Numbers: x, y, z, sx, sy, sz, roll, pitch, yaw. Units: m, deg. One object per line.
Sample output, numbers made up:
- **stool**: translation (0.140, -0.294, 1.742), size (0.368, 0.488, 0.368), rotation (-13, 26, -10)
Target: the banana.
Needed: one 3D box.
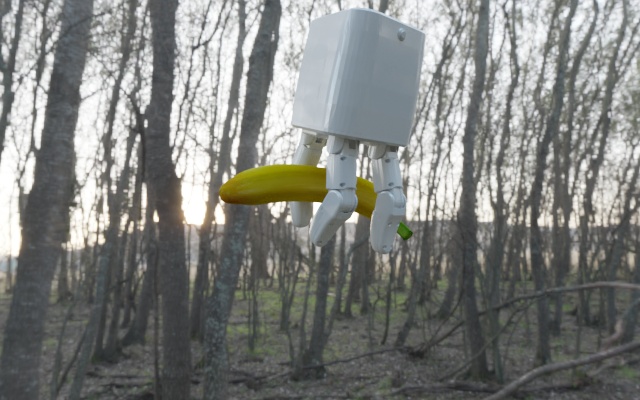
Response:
- **banana**: translation (-0.001, -0.007, 0.464), size (0.198, 0.037, 0.069), rotation (11, 28, -22)
